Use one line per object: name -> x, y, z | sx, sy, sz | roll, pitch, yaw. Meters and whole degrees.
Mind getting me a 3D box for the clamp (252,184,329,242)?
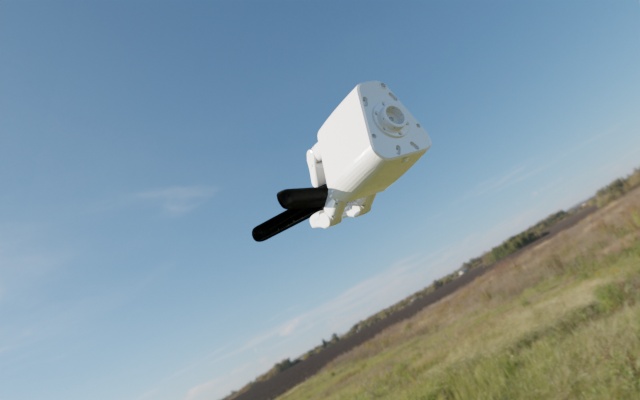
clamp -> 0.000, 0.001, 0.703 | 0.210, 0.036, 0.165 | -18, -13, -33
